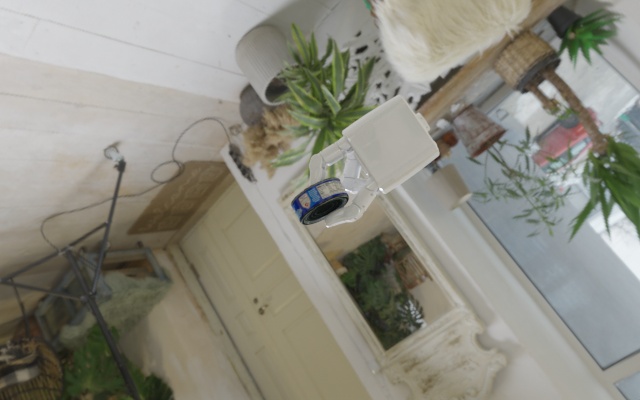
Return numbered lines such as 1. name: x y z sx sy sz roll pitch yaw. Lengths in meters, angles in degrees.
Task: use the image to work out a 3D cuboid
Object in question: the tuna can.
1. tuna can: 0.000 0.003 0.729 0.086 0.033 0.086 -26 -17 -9
